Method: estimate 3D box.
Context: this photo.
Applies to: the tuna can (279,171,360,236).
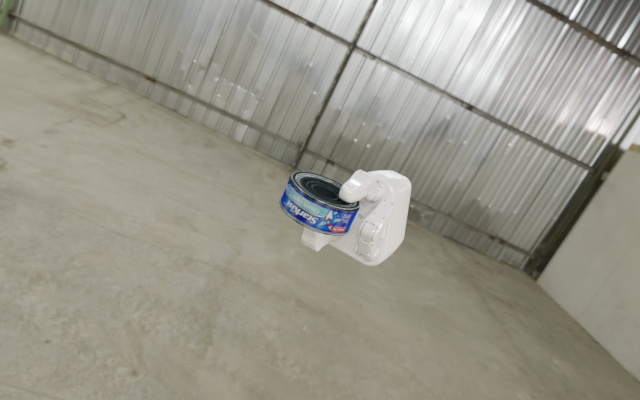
[{"bbox_3d":[0.000,0.001,0.529,0.086,0.034,0.086,21,21,-9],"label":"tuna can"}]
